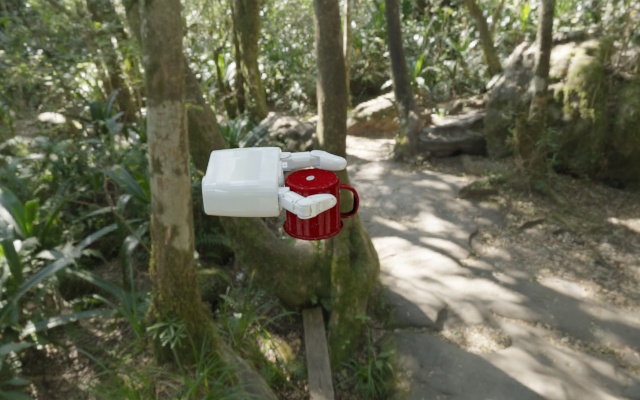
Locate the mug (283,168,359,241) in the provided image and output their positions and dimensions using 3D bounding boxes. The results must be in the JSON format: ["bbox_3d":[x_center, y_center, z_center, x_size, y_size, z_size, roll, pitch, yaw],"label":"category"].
[{"bbox_3d":[0.002,0.002,0.718,0.117,0.081,0.093,-1,26,0],"label":"mug"}]
